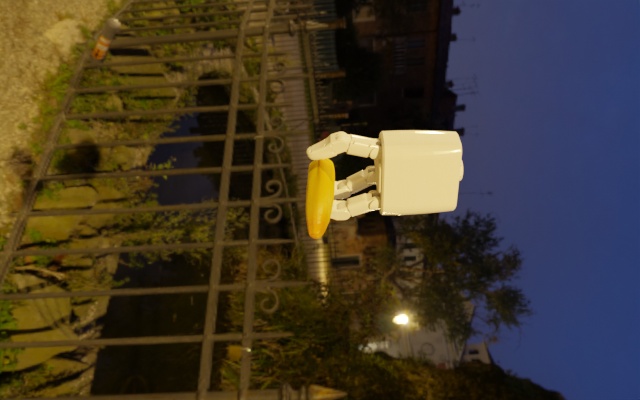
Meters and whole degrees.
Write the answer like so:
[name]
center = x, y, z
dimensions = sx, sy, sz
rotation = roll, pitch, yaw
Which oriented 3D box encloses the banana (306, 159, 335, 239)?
[banana]
center = 0.001, -0.017, 0.639
dimensions = 0.037, 0.070, 0.197
rotation = 1, 19, 0
